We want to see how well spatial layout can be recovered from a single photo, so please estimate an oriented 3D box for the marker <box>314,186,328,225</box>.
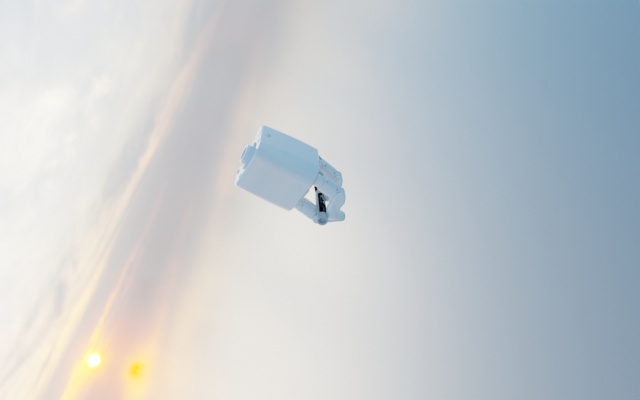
[{"bbox_3d":[0.000,0.003,0.855,0.020,0.020,0.121,0,32,-4],"label":"marker"}]
